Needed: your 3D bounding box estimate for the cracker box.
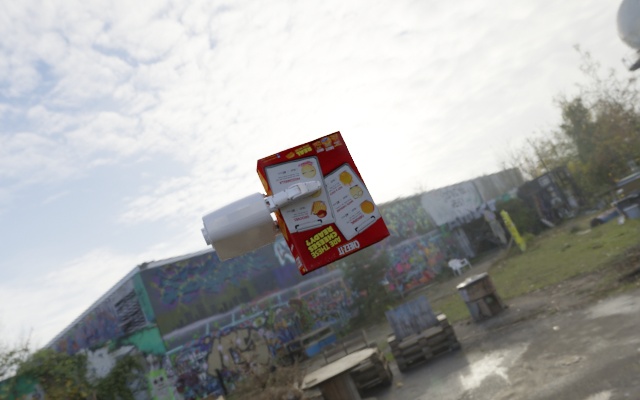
[{"bbox_3d":[0.000,0.003,0.851,0.164,0.213,0.072,-22,-11,-15],"label":"cracker box"}]
